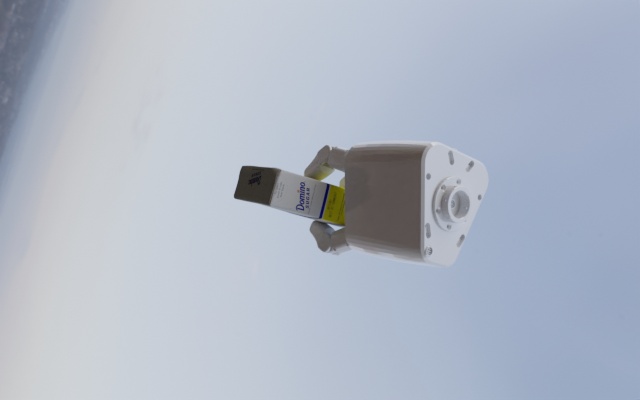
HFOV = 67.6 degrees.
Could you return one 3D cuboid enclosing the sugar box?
[{"bbox_3d":[0.000,0.001,0.551,0.176,0.048,0.093,18,-5,-34],"label":"sugar box"}]
